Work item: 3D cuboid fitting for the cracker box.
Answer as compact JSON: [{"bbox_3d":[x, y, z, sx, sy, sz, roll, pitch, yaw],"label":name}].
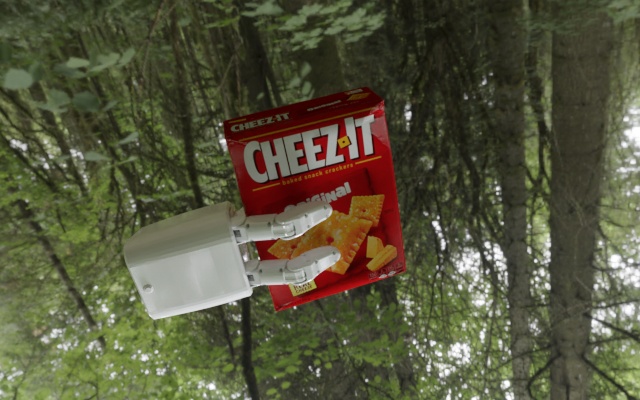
[{"bbox_3d":[0.000,0.002,0.530,0.164,0.214,0.072,-15,26,-7],"label":"cracker box"}]
